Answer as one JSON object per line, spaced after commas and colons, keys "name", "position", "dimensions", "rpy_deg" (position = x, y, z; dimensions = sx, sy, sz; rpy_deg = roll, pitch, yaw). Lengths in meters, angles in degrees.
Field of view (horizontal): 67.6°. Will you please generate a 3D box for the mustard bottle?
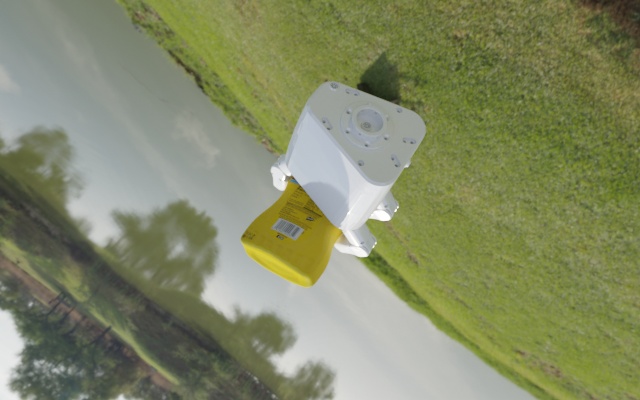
{"name": "mustard bottle", "position": [0.000, 0.002, 0.558], "dimensions": [0.096, 0.191, 0.058], "rpy_deg": [24, -29, 25]}
